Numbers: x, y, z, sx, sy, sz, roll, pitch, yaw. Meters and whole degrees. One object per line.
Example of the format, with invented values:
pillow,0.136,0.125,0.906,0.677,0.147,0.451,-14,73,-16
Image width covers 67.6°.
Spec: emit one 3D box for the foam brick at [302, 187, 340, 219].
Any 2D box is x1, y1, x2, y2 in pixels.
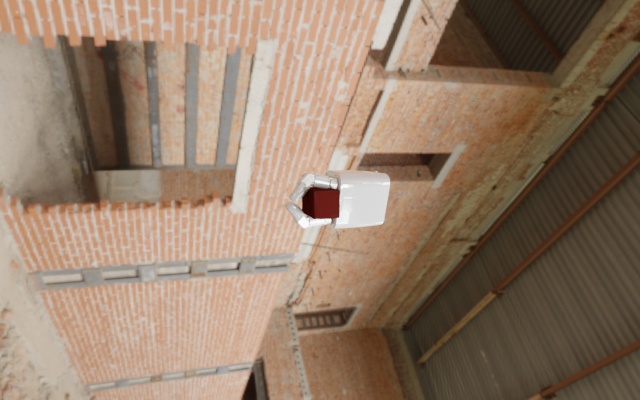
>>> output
foam brick,0.000,0.003,0.884,0.051,0.053,0.078,-1,7,-18
